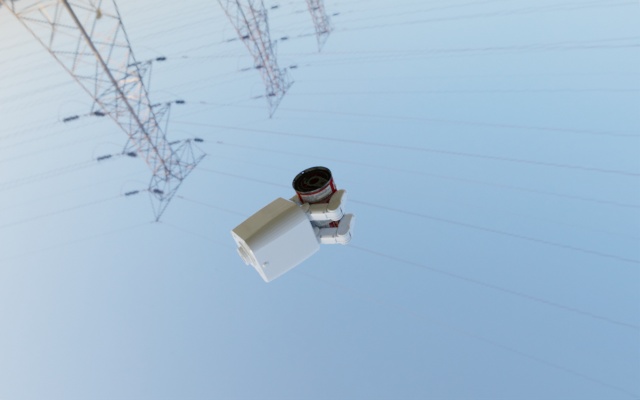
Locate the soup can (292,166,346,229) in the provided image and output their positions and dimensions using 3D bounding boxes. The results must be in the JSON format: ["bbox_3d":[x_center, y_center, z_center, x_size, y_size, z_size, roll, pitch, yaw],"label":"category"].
[{"bbox_3d":[0.001,0.003,0.806,0.068,0.102,0.068,-13,37,10],"label":"soup can"}]
